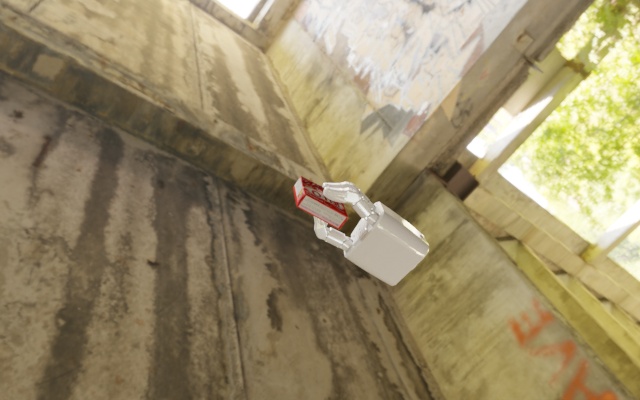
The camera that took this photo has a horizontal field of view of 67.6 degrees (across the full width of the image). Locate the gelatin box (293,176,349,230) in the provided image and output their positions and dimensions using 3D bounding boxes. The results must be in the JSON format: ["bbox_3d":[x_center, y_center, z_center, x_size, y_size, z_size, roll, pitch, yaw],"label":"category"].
[{"bbox_3d":[0.000,0.003,0.805,0.089,0.030,0.073,28,20,-20],"label":"gelatin box"}]
